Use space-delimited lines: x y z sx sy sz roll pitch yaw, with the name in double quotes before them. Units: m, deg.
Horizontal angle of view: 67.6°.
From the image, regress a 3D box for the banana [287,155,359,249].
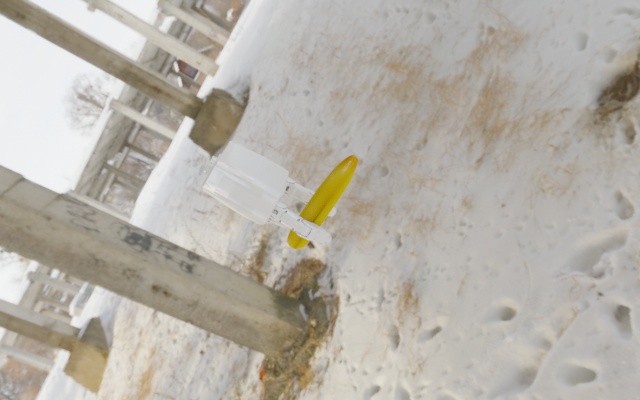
"banana" -0.005 0.013 0.741 0.037 0.198 0.069 32 30 -4
